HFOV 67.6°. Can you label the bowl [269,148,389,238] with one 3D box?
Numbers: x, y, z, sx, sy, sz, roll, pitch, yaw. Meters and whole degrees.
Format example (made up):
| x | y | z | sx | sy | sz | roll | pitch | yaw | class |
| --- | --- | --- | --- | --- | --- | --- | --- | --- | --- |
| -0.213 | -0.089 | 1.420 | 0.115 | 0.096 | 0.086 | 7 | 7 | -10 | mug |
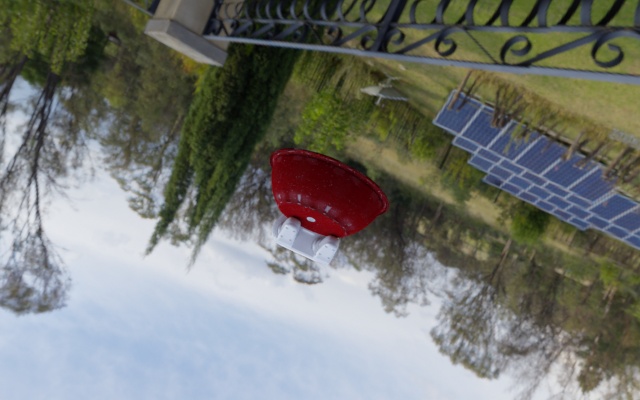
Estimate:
| x | y | z | sx | sy | sz | roll | pitch | yaw | class |
| --- | --- | --- | --- | --- | --- | --- | --- | --- | --- |
| 0.000 | 0.002 | 0.591 | 0.162 | 0.055 | 0.162 | 21 | -19 | 8 | bowl |
